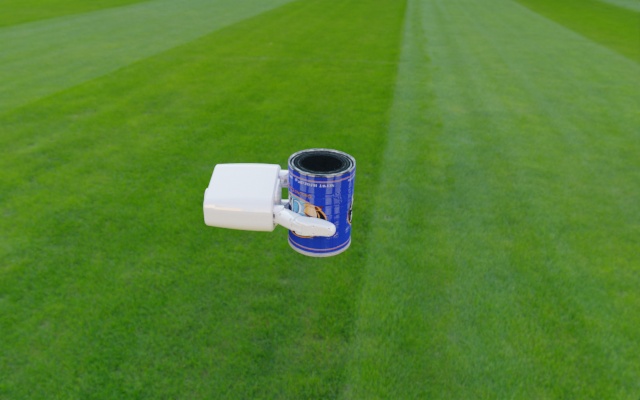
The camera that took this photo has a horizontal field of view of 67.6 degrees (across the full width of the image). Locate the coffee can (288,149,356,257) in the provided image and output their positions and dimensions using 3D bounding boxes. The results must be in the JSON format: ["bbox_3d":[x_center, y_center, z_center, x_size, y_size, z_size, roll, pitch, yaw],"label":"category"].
[{"bbox_3d":[0.000,0.003,0.748,0.103,0.140,0.102,2,28,-1],"label":"coffee can"}]
